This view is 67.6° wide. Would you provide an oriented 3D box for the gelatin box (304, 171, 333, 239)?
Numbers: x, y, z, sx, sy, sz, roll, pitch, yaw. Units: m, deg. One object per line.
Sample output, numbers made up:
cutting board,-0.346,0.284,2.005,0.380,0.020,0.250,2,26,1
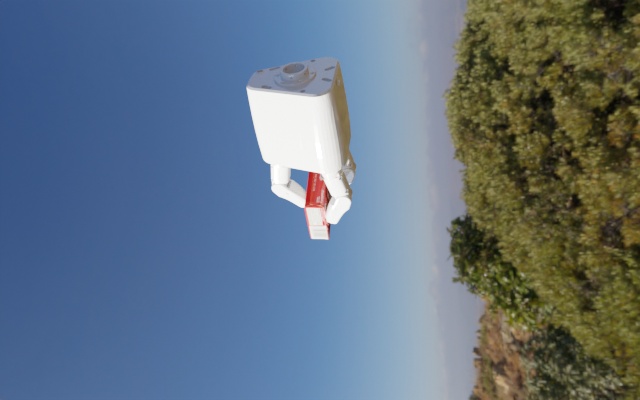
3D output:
gelatin box,0.000,0.002,0.677,0.030,0.073,0.089,2,-34,8
